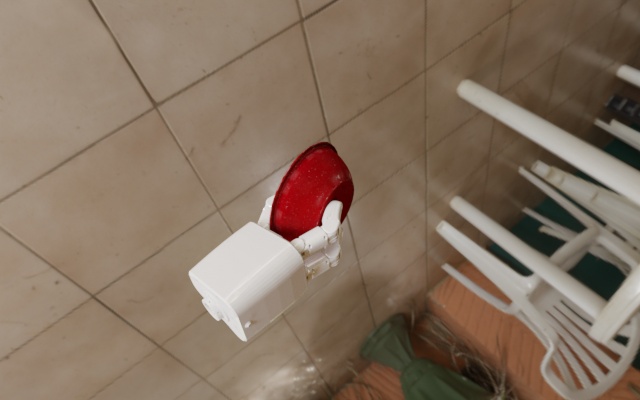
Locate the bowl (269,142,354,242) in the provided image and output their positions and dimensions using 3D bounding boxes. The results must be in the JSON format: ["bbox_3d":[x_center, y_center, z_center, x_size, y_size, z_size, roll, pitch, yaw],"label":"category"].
[{"bbox_3d":[0.001,0.001,0.672,0.055,0.162,0.162,27,12,25],"label":"bowl"}]
